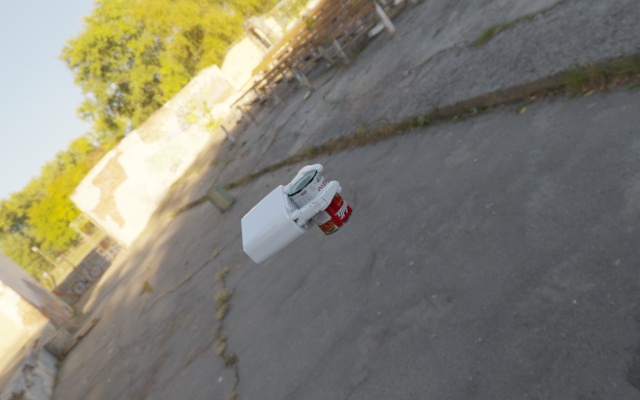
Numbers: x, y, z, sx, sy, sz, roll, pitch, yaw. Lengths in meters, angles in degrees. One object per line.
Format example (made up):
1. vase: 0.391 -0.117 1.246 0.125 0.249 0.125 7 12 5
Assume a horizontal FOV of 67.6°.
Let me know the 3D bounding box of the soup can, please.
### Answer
1. soup can: 0.000 0.002 0.852 0.068 0.102 0.068 -38 17 14
